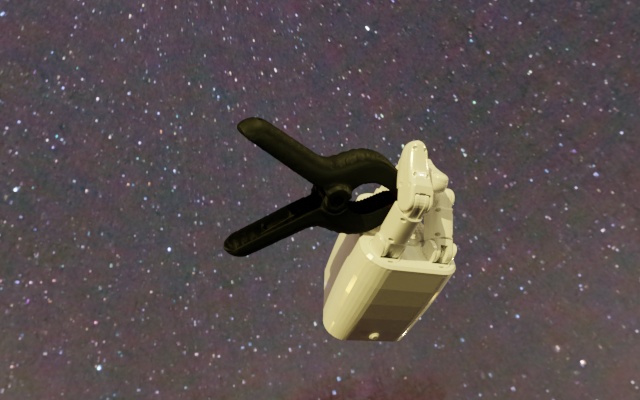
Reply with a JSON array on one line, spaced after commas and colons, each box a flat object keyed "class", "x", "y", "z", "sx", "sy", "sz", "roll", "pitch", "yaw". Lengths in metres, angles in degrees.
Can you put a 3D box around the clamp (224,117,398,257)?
[{"class": "clamp", "x": 0.000, "y": 0.001, "z": 0.401, "sx": 0.171, "sy": 0.120, "sz": 0.039, "roll": 10, "pitch": 33, "yaw": -23}]
